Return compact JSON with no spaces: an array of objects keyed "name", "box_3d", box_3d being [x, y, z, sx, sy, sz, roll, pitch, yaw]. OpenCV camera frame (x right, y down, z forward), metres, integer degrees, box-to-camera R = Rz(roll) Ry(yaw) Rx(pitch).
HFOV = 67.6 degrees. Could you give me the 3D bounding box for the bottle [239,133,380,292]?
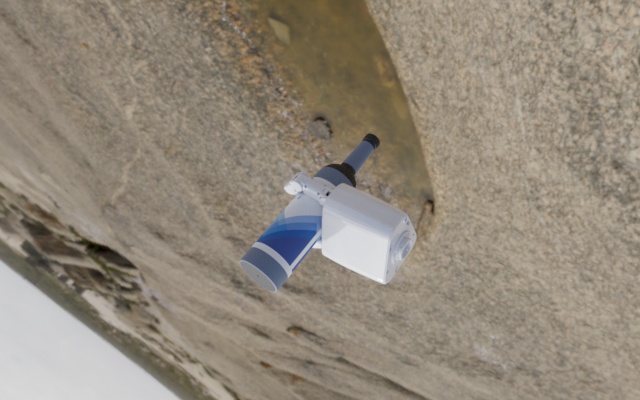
[{"name":"bottle","box_3d":[0.000,0.002,0.714,0.069,0.069,0.295,0,44,54]}]
